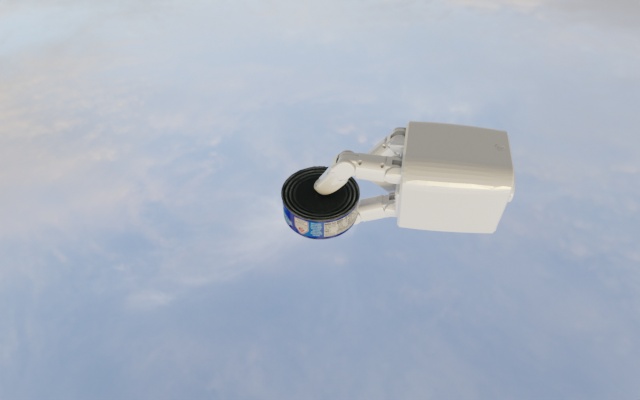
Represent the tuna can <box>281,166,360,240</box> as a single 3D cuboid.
[{"bbox_3d":[0.000,0.002,0.529,0.086,0.034,0.086,0,44,0],"label":"tuna can"}]
